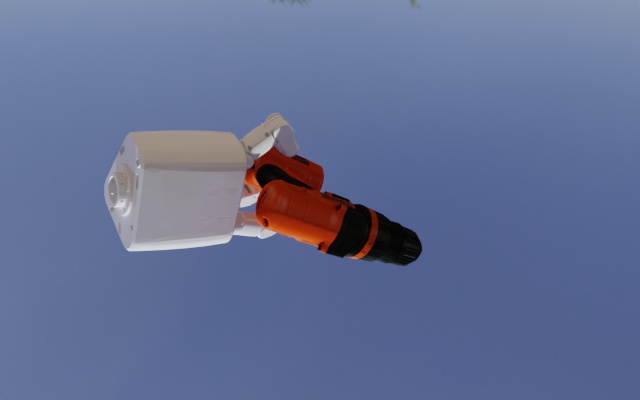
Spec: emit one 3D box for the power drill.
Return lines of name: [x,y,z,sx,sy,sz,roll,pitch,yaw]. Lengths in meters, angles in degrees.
power drill: [0.000,0.001,0.515,0.184,0.057,0.187,21,10,-29]
